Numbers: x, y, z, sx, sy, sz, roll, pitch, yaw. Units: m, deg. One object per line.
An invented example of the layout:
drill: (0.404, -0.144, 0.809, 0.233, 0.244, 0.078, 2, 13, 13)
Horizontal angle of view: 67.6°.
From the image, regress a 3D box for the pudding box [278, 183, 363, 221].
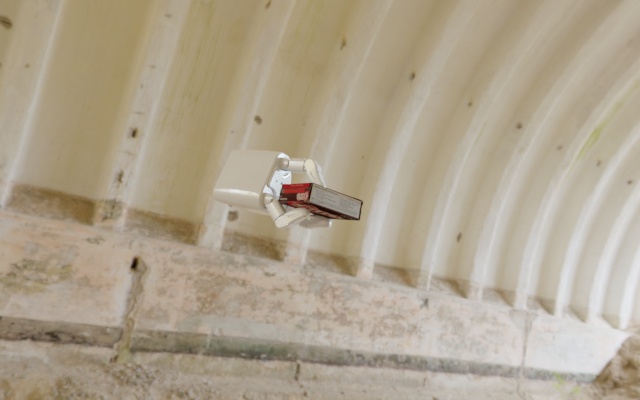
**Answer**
pudding box: (0.000, 0.002, 0.795, 0.113, 0.039, 0.090, 17, -9, -35)
